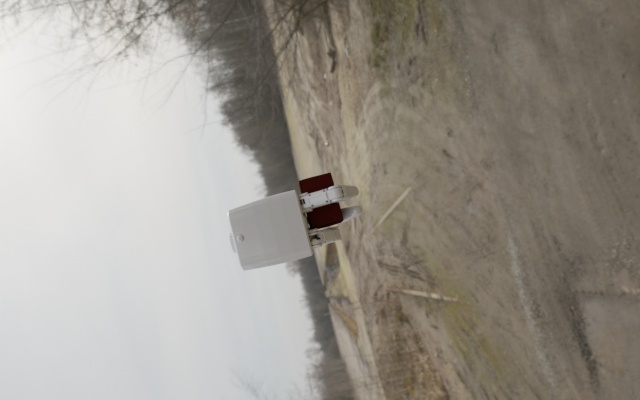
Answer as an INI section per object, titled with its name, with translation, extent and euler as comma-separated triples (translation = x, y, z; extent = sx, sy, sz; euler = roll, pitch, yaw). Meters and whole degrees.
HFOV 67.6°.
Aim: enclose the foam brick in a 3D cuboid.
[foam brick]
translation = 0.000, 0.002, 0.733
extent = 0.051, 0.078, 0.053
euler = -14, -6, -3
